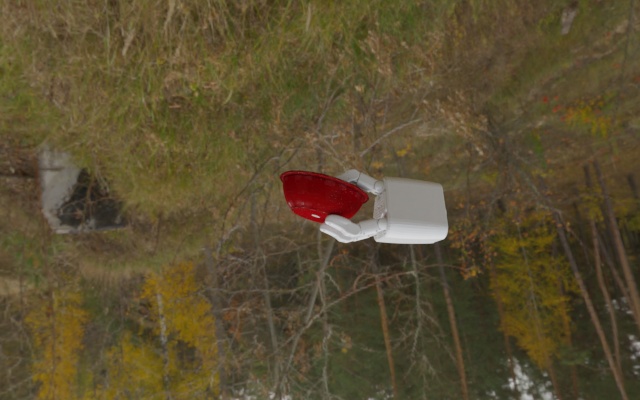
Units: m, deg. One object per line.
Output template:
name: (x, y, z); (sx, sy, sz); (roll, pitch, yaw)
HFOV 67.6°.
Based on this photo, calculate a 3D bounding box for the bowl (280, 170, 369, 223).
bowl: (-0.001, 0.003, 0.834); (0.162, 0.055, 0.162); (14, -14, 4)
